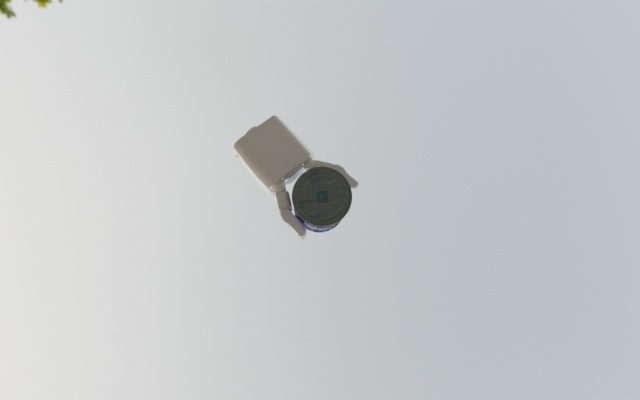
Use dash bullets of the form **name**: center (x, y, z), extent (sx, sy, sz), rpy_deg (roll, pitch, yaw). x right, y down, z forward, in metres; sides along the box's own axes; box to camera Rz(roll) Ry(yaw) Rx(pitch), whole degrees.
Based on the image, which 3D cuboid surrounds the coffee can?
- **coffee can**: center (0.000, 0.003, 0.873), extent (0.103, 0.103, 0.140), rpy_deg (0, -8, -2)
